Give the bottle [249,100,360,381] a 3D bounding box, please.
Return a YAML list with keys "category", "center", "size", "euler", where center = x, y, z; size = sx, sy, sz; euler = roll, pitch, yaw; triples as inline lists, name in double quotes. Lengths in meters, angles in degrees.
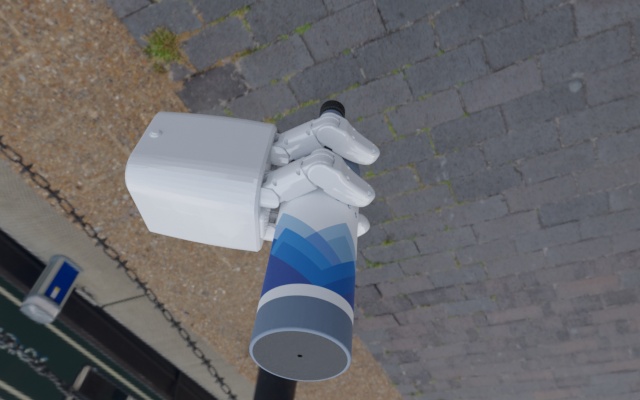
- category: "bottle"
  center: [0.000, 0.002, 0.414]
  size: [0.069, 0.069, 0.295]
  euler: [0, 43, 7]
